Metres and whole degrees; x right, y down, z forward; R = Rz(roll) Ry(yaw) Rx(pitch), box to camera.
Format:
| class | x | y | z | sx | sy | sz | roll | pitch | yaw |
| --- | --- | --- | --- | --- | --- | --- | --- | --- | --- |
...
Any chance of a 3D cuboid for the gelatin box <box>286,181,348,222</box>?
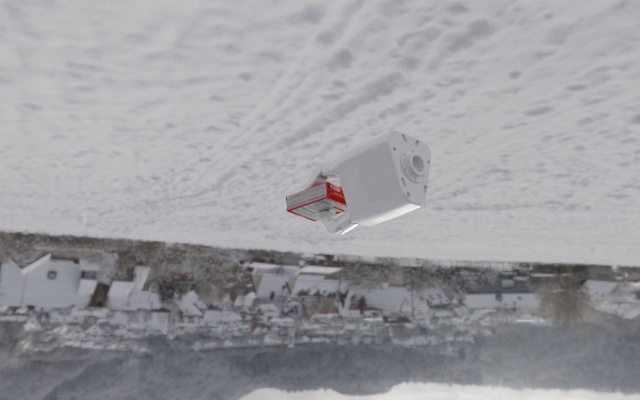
| class | x | y | z | sx | sy | sz | roll | pitch | yaw |
| --- | --- | --- | --- | --- | --- | --- | --- | --- | --- |
| gelatin box | 0.000 | 0.003 | 0.781 | 0.089 | 0.030 | 0.073 | -20 | -27 | 33 |
